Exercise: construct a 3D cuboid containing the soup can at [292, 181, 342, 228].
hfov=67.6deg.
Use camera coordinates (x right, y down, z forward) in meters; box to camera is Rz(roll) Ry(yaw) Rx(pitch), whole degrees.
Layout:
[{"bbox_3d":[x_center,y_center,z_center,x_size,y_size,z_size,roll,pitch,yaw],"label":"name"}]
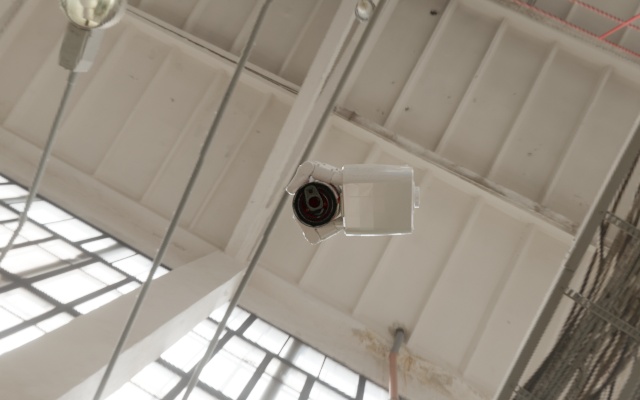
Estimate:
[{"bbox_3d":[0.000,0.003,0.746,0.068,0.068,0.102,0,4,10],"label":"soup can"}]
